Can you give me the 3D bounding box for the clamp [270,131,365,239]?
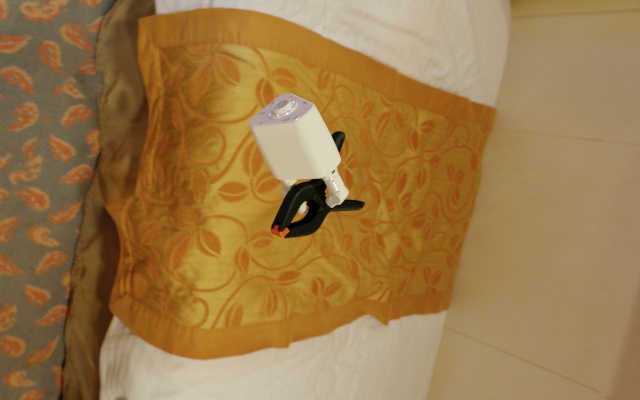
[{"bbox_3d":[0.000,0.003,0.831,0.036,0.165,0.210,15,52,44],"label":"clamp"}]
